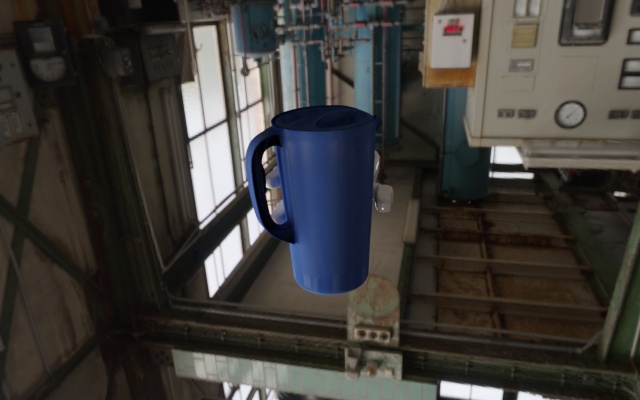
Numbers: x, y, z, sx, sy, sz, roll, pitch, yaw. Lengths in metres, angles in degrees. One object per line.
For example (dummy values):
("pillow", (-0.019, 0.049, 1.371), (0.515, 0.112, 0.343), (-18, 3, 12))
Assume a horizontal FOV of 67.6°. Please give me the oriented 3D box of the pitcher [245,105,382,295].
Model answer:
("pitcher", (0.000, 0.002, 0.637), (0.149, 0.243, 0.145), (4, 24, 16))
